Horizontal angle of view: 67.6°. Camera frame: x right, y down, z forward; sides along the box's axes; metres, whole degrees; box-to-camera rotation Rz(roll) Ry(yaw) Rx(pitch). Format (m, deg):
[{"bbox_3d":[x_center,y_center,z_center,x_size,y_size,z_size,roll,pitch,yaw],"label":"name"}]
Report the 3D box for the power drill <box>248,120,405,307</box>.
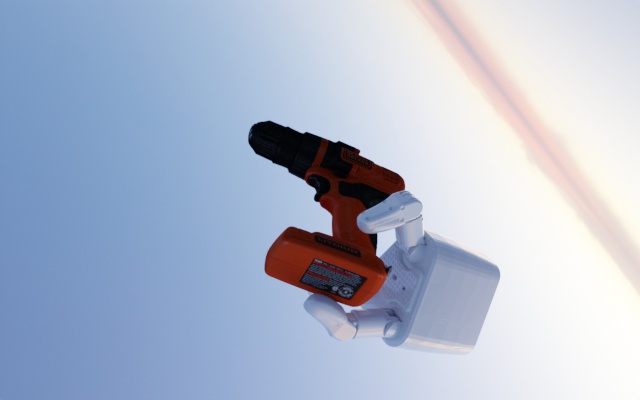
[{"bbox_3d":[0.000,0.002,0.475,0.184,0.057,0.187,21,40,-9],"label":"power drill"}]
